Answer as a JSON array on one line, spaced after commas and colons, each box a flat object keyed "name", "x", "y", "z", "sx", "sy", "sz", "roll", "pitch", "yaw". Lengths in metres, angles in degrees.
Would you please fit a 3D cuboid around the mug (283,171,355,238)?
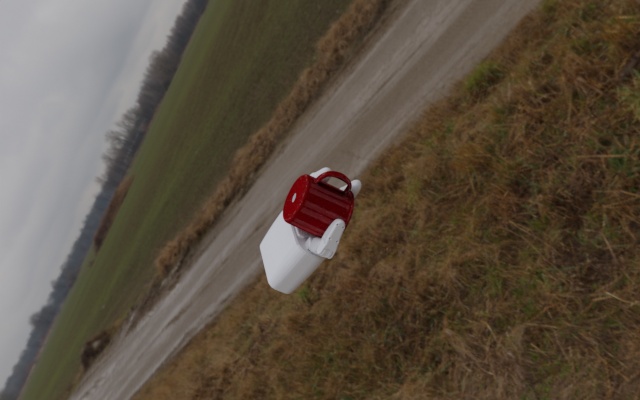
[{"name": "mug", "x": 0.001, "y": 0.001, "z": 0.735, "sx": 0.081, "sy": 0.117, "sz": 0.093, "roll": 24, "pitch": 33, "yaw": -21}]
